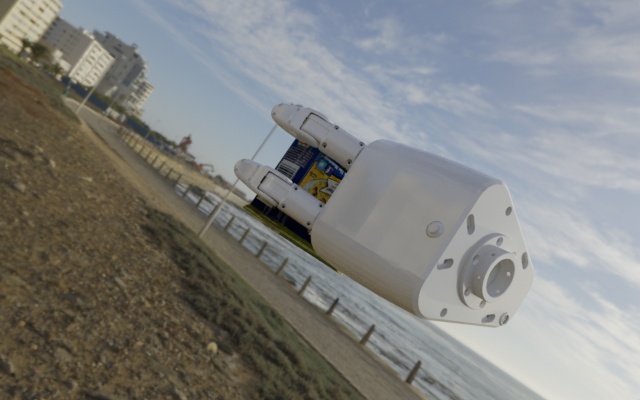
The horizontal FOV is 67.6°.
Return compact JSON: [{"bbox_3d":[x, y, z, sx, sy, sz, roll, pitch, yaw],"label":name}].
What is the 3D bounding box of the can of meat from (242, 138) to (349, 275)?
[{"bbox_3d":[0.000,0.001,0.407,0.102,0.084,0.057,37,-5,-33],"label":"can of meat"}]
